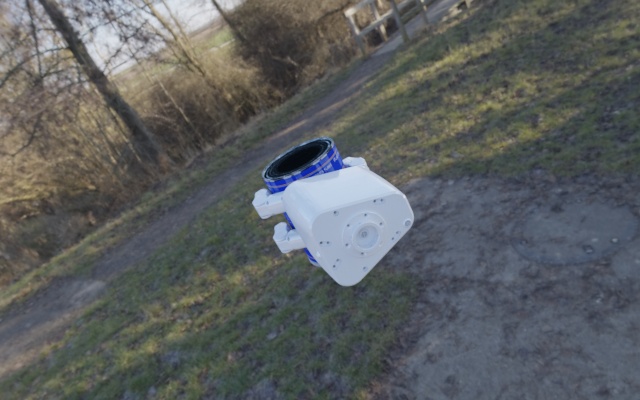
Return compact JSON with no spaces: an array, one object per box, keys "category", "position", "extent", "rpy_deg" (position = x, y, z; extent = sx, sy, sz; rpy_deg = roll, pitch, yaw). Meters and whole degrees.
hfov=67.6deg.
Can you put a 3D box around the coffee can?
[{"category":"coffee can","position":[0.000,0.002,0.632],"extent":[0.103,0.140,0.102],"rpy_deg":[-24,23,11]}]
